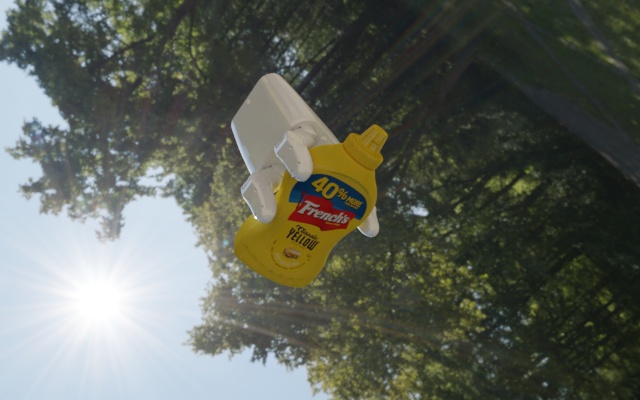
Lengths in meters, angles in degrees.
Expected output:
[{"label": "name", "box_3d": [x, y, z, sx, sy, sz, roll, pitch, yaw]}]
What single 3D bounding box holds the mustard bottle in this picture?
[{"label": "mustard bottle", "box_3d": [0.000, 0.002, 0.485, 0.096, 0.192, 0.058, 31, 23, -22]}]
